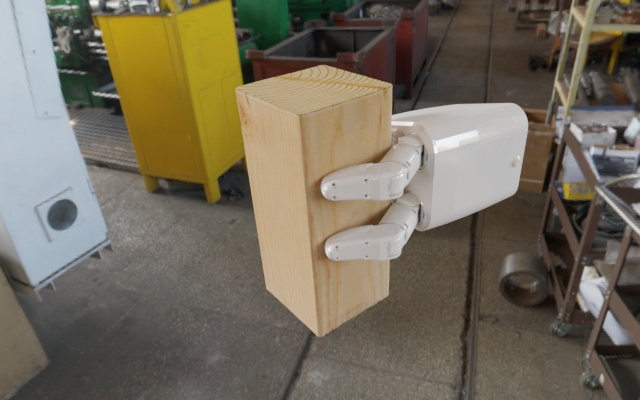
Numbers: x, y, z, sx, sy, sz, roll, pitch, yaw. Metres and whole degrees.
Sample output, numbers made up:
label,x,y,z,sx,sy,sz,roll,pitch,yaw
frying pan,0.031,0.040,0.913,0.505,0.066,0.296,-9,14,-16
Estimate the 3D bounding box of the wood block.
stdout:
label,x,y,z,sx,sy,sz,roll,pitch,yaw
wood block,0.000,0.001,0.416,0.090,0.206,0.090,-24,36,-30
